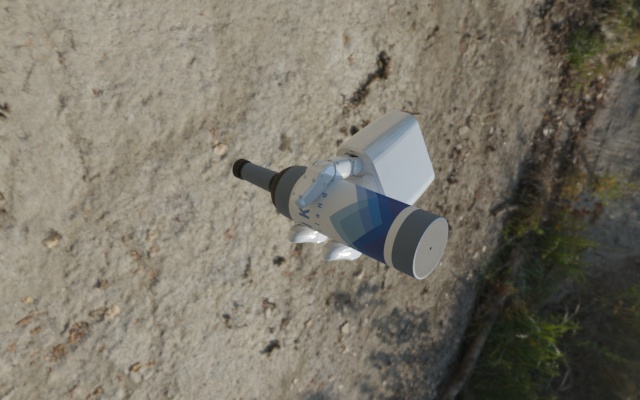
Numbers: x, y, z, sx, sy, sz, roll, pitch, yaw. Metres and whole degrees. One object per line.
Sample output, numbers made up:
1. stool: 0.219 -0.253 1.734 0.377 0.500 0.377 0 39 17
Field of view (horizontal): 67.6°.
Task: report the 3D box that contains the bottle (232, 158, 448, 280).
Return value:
1. bottle: 0.000 0.002 0.556 0.295 0.069 0.069 23 14 37
